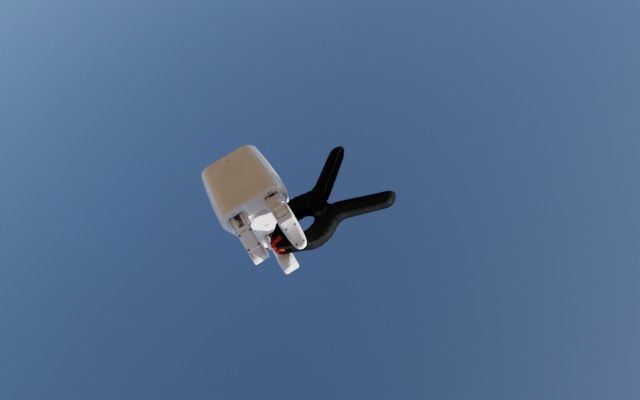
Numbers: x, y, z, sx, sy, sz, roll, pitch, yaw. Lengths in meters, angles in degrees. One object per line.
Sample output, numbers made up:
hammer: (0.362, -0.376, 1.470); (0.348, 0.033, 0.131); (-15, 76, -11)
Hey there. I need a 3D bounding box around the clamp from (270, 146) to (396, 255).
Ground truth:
clamp: (0.000, 0.003, 0.636); (0.171, 0.120, 0.039); (-31, -38, -5)
